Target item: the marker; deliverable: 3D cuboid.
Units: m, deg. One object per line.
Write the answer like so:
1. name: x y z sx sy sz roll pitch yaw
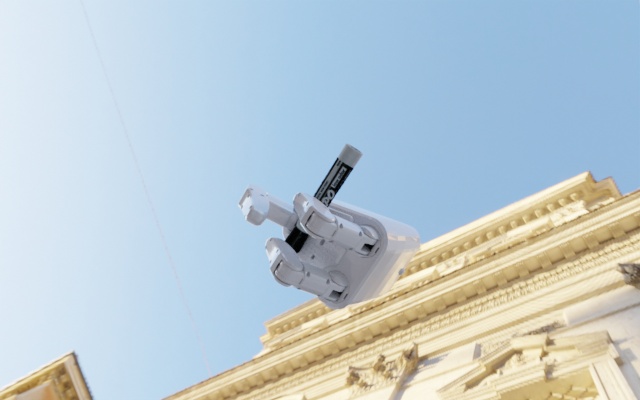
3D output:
1. marker: 0.000 0.001 0.454 0.020 0.121 0.020 30 14 -8
